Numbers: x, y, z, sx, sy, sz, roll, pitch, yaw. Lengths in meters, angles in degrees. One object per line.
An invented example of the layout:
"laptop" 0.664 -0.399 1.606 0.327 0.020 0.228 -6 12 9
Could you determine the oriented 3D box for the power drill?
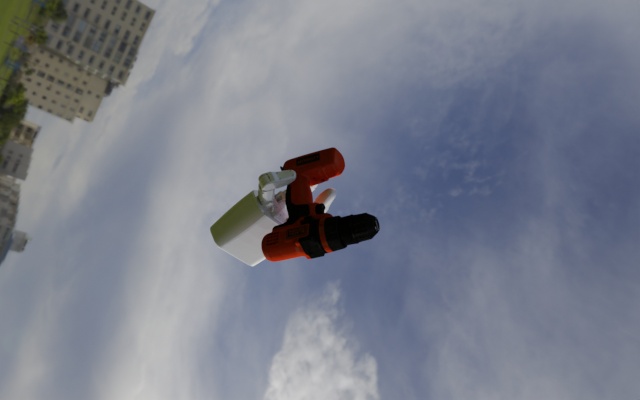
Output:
"power drill" 0.000 0.002 0.751 0.184 0.187 0.057 -13 -44 17
